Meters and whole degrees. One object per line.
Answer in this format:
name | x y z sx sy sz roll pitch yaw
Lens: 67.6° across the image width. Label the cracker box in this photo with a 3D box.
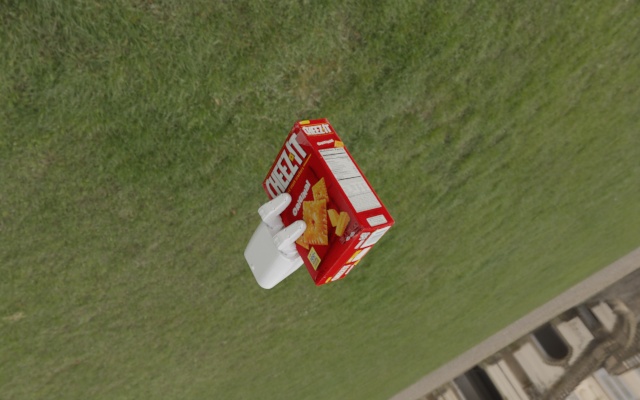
cracker box | 0.000 0.003 0.766 0.072 0.213 0.164 -11 -30 -38
